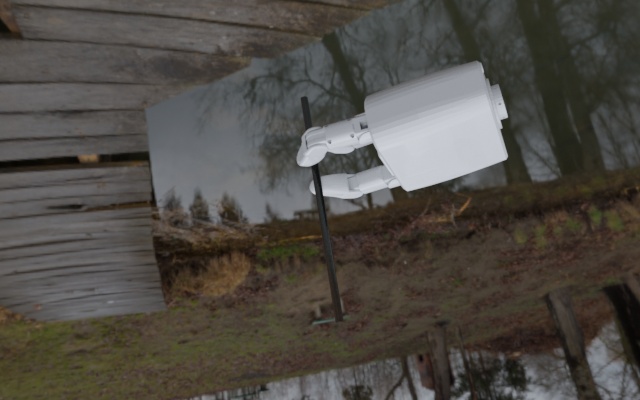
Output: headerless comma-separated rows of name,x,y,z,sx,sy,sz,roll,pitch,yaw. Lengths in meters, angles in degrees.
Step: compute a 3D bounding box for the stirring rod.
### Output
stirring rod,0.000,0.001,0.488,0.011,0.239,0.011,-8,-17,-3
